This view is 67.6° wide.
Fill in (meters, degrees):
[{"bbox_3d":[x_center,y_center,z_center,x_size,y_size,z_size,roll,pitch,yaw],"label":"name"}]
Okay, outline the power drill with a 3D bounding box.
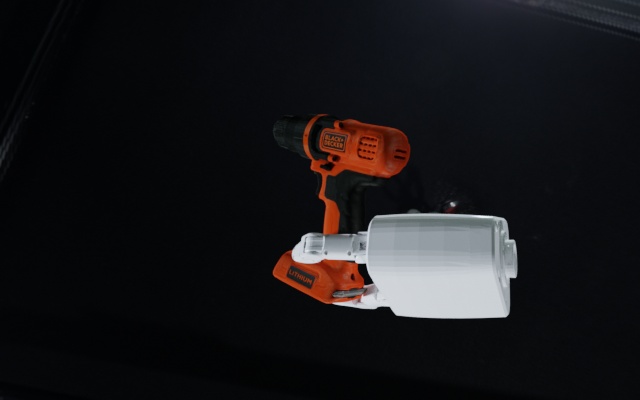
[{"bbox_3d":[0.000,0.002,0.516,0.057,0.188,0.184,1,12,-43],"label":"power drill"}]
